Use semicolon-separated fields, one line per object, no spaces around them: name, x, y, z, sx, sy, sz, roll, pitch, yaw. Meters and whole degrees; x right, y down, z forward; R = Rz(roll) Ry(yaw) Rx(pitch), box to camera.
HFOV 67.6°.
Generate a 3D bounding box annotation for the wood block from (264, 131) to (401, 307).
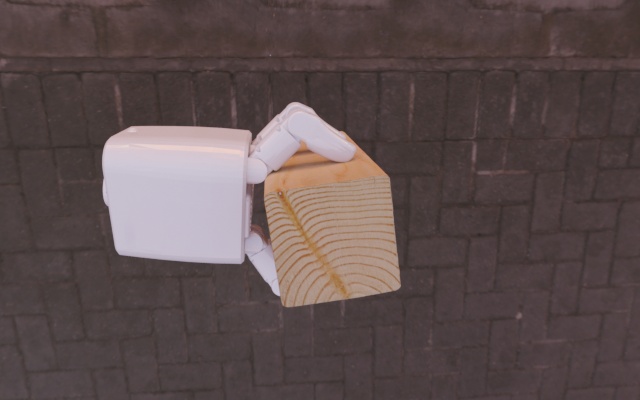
wood block;0.000;0.002;0.433;0.090;0.091;0.206;-9;18;-3
